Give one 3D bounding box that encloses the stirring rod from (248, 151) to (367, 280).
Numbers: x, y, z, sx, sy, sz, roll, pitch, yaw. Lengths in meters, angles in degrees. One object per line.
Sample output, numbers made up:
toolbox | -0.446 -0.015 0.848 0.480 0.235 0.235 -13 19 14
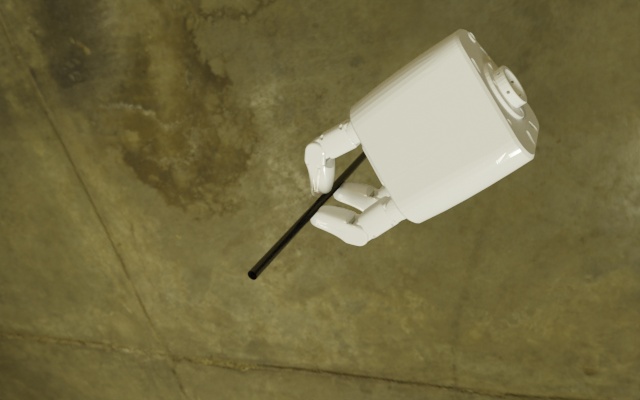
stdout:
stirring rod | 0.000 0.001 0.447 0.011 0.011 0.239 0 27 28
